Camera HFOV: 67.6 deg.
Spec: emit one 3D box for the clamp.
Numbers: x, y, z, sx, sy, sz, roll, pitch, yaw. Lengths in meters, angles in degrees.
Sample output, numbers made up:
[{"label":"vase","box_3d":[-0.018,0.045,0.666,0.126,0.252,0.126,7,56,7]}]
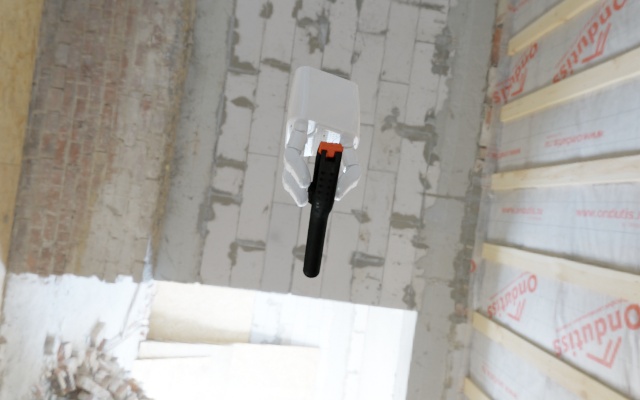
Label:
[{"label":"clamp","box_3d":[0.001,0.002,0.655,0.036,0.164,0.210,5,-29,-6]}]
